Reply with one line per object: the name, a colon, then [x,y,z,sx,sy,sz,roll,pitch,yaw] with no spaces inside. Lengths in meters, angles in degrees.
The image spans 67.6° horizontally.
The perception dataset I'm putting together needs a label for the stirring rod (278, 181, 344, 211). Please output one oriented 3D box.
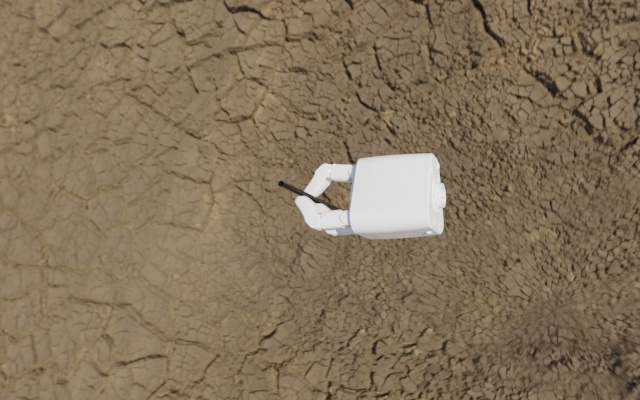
stirring rod: [0.000,0.002,0.732,0.011,0.011,0.239,0,-12,26]
